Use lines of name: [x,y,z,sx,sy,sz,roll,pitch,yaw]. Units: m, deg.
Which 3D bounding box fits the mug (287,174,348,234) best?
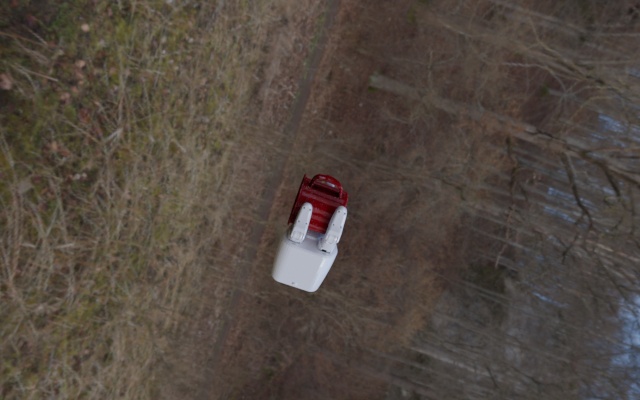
mug: [0.001,0.002,0.805,0.081,0.117,0.093,19,41,-4]
